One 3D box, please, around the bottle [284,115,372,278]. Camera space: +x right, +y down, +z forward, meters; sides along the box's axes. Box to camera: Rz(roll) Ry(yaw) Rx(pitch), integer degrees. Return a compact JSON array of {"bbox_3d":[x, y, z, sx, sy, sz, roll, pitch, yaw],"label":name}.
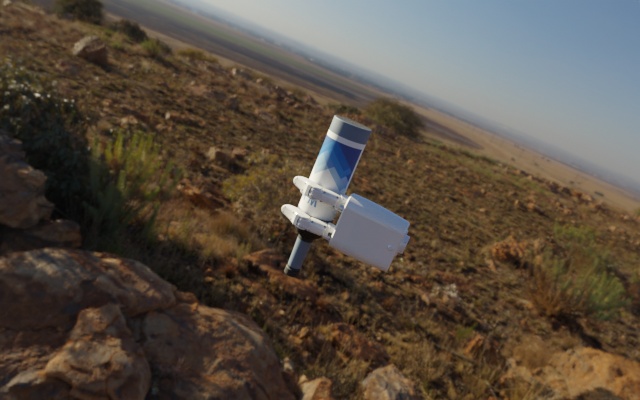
[{"bbox_3d":[0.000,0.002,0.828,0.069,0.296,0.069,21,17,-6],"label":"bottle"}]
